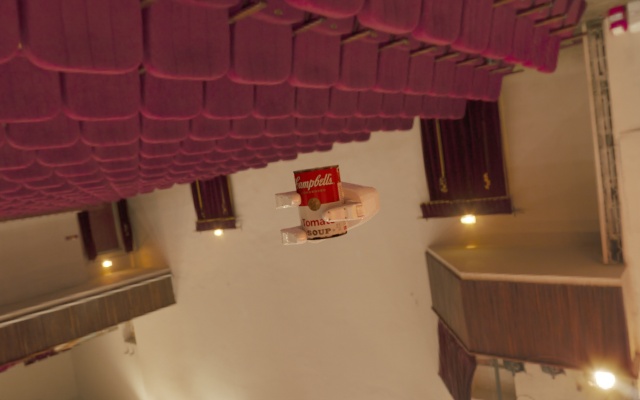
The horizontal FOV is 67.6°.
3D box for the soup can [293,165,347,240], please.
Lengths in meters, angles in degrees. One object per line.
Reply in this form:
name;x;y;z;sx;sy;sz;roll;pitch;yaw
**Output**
soup can;0.000;0.003;0.701;0.068;0.102;0.068;-8;4;1
